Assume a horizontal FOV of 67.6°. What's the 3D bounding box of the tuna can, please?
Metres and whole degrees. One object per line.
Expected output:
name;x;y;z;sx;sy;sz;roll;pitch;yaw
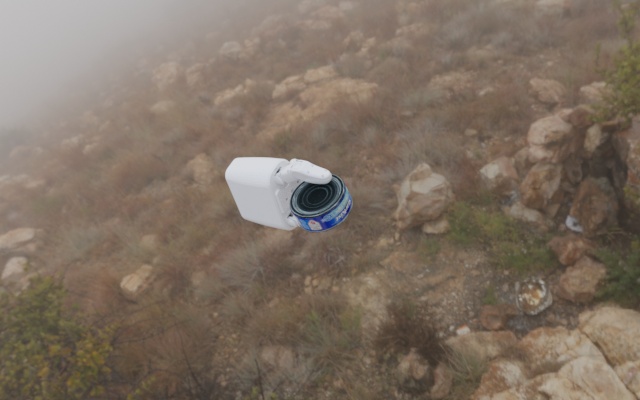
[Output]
tuna can;0.000;0.002;0.676;0.086;0.086;0.034;0;-41;29
